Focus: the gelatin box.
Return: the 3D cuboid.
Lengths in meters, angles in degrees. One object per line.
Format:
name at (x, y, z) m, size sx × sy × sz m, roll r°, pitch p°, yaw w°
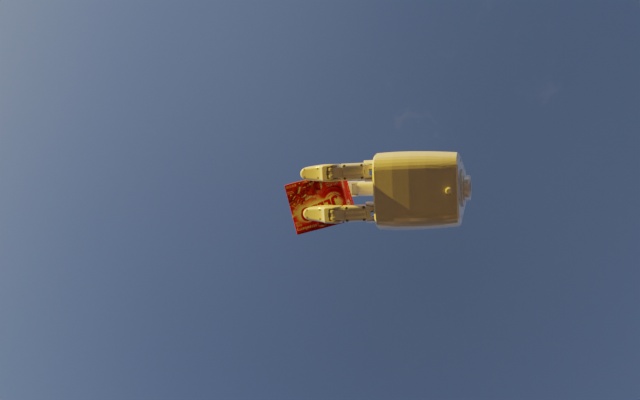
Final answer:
gelatin box at (0.000, 0.002, 0.668) m, size 0.089 × 0.073 × 0.030 m, roll -15°, pitch -1°, yaw 27°
